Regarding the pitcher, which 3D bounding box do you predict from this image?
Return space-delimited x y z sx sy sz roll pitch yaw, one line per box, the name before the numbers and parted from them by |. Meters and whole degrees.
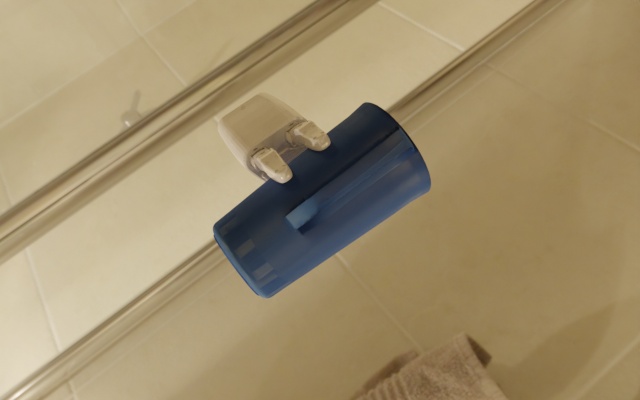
pitcher | 0.000 0.002 0.556 0.243 0.149 0.145 -37 45 -8
